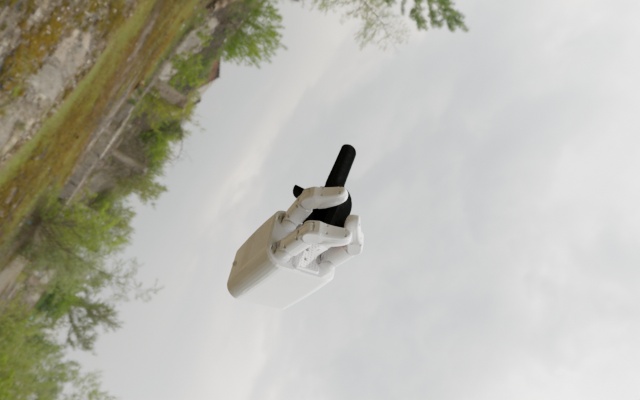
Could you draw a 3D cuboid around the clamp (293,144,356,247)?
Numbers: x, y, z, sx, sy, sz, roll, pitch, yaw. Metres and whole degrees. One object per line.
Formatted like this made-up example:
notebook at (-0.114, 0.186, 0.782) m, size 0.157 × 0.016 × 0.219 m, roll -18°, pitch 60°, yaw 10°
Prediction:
clamp at (0.001, 0.003, 0.670) m, size 0.039 × 0.171 × 0.120 m, roll 35°, pitch -53°, yaw -22°
